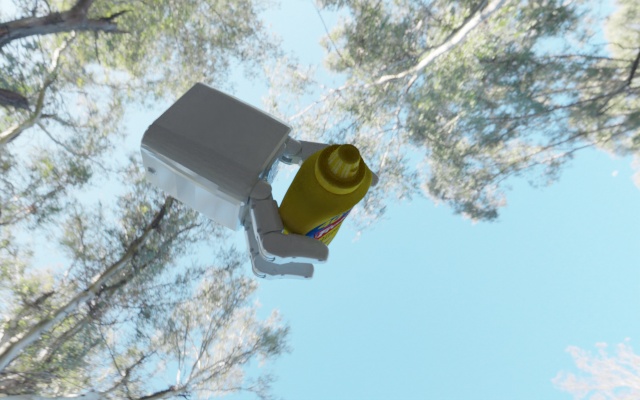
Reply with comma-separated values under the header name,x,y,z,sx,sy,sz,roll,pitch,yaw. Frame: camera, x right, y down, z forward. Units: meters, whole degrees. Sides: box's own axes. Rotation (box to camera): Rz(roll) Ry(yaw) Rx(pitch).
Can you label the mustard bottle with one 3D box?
name,x,y,z,sx,sy,sz,roll,pitch,yaw
mustard bottle,0.000,0.002,0.448,0.096,0.058,0.192,-35,-12,-25
